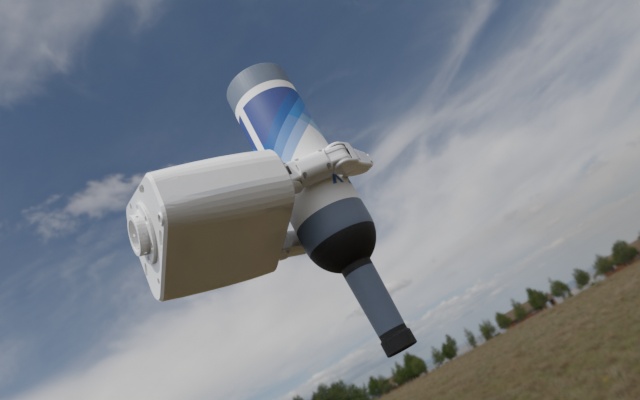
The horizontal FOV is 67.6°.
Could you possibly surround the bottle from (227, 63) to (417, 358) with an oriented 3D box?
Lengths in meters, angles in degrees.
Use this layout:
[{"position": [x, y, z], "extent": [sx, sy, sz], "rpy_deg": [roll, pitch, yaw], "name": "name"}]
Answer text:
[{"position": [0.000, 0.001, 0.439], "extent": [0.069, 0.295, 0.069], "rpy_deg": [-25, -22, -11], "name": "bottle"}]
